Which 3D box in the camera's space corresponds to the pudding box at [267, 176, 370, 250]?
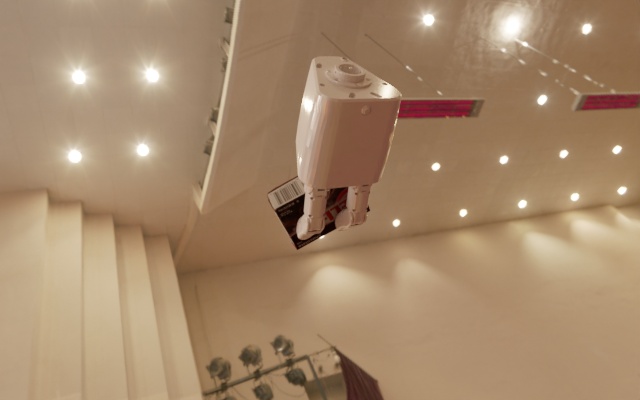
[{"bbox_3d":[0.000,0.002,0.602,0.113,0.039,0.090,-27,-42,-2],"label":"pudding box"}]
